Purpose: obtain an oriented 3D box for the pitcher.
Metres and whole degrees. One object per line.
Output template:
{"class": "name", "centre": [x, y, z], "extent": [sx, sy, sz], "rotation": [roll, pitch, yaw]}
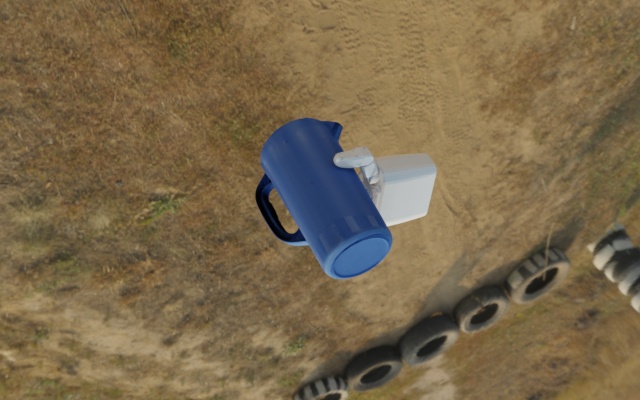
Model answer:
{"class": "pitcher", "centre": [0.000, 0.002, 0.734], "extent": [0.145, 0.242, 0.149], "rotation": [-10, -41, -24]}
